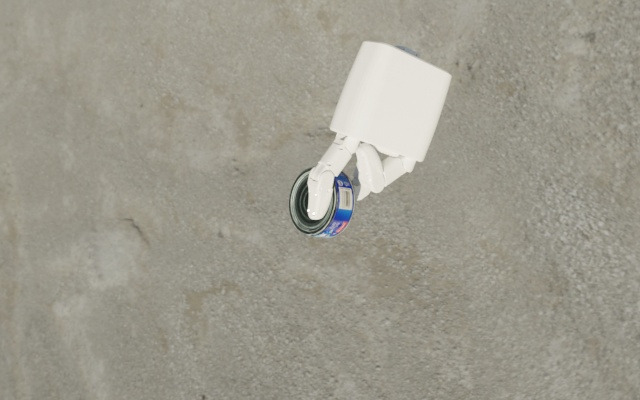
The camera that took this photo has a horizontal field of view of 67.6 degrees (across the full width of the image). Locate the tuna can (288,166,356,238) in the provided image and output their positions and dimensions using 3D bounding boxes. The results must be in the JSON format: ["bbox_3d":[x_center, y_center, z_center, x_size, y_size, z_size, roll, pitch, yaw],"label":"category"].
[{"bbox_3d":[0.000,0.002,0.578,0.034,0.086,0.086,7,-5,-44],"label":"tuna can"}]
